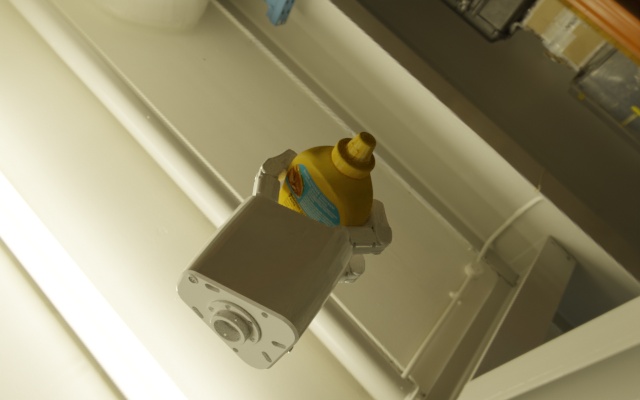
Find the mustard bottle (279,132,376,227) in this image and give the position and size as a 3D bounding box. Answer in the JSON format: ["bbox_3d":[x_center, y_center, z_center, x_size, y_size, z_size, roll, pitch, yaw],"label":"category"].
[{"bbox_3d":[0.000,0.002,0.486,0.058,0.096,0.192,-20,-24,-41],"label":"mustard bottle"}]
